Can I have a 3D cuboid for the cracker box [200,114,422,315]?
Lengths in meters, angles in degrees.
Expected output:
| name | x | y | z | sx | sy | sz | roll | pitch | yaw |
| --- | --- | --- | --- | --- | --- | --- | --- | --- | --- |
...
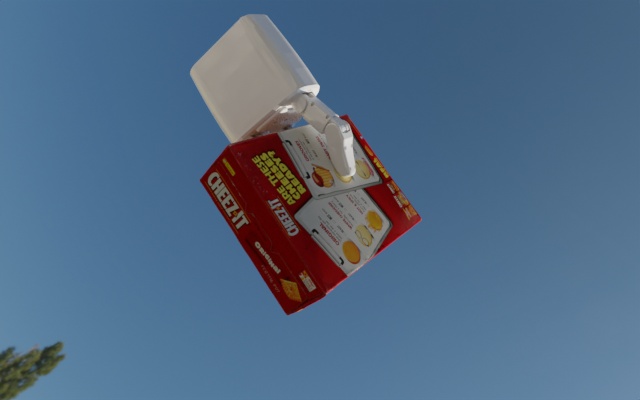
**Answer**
| name | x | y | z | sx | sy | sz | roll | pitch | yaw |
| --- | --- | --- | --- | --- | --- | --- | --- | --- | --- |
| cracker box | 0.000 | 0.002 | 0.526 | 0.072 | 0.164 | 0.213 | -39 | -8 | 38 |
